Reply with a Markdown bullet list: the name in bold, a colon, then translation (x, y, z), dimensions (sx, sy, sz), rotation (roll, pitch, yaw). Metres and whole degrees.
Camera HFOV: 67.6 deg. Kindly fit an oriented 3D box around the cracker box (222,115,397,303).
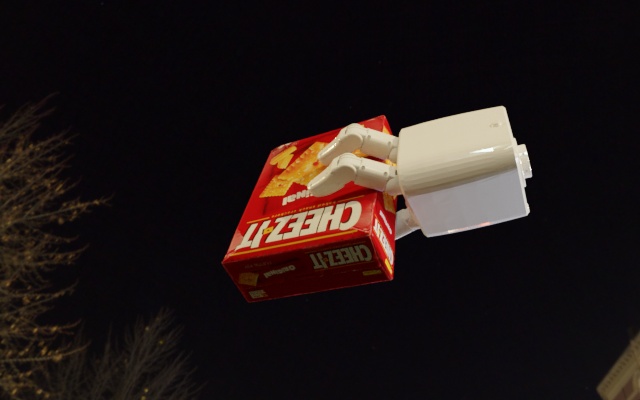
- **cracker box**: translation (0.000, 0.002, 0.543), dimensions (0.164, 0.072, 0.213), rotation (-14, 34, 22)
